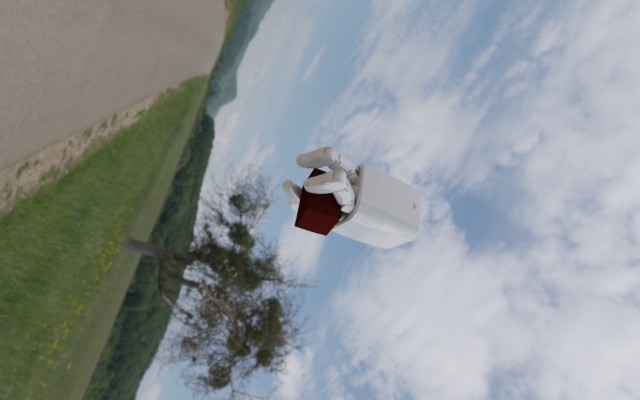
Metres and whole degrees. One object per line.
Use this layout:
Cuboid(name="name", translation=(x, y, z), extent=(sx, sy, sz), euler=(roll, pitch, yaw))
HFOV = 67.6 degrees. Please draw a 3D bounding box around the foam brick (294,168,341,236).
Cuboid(name="foam brick", translation=(0.000, 0.003, 0.693), extent=(0.051, 0.078, 0.053), euler=(20, -38, -13))
